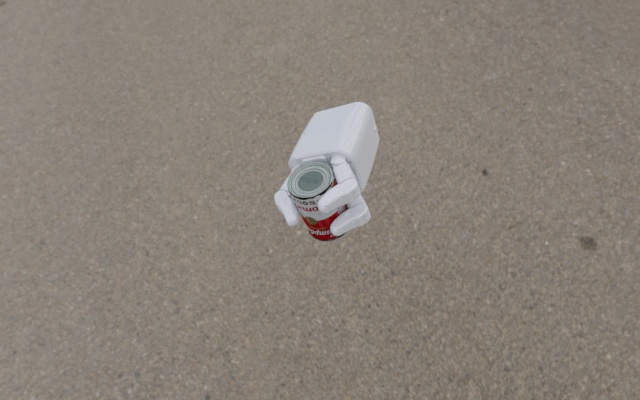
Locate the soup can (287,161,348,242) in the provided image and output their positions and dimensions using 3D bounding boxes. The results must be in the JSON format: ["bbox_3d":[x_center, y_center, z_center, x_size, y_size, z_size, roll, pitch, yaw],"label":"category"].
[{"bbox_3d":[0.000,0.002,0.675,0.068,0.068,0.102,0,-38,20],"label":"soup can"}]
